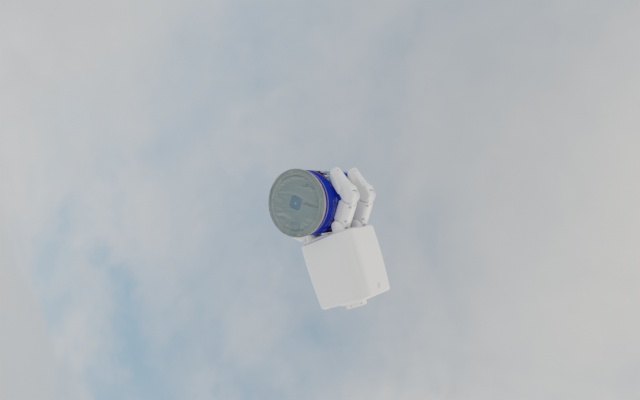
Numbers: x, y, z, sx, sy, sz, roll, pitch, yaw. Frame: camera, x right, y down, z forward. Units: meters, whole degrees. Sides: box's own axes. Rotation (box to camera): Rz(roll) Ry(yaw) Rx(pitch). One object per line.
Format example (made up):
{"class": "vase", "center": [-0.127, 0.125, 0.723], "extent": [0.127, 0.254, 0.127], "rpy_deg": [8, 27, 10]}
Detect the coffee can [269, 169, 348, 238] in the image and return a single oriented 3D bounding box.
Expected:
{"class": "coffee can", "center": [0.000, 0.002, 0.765], "extent": [0.103, 0.103, 0.140], "rpy_deg": [0, 1, 33]}
